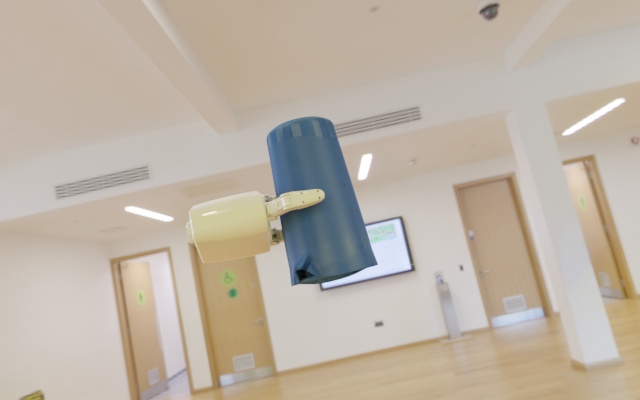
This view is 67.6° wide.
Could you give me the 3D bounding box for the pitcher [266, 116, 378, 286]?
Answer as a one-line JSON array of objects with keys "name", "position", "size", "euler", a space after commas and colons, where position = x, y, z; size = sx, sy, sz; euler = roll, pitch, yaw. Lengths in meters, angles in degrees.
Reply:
[{"name": "pitcher", "position": [0.000, 0.002, 0.736], "size": [0.145, 0.243, 0.149], "euler": [-12, -9, -10]}]
